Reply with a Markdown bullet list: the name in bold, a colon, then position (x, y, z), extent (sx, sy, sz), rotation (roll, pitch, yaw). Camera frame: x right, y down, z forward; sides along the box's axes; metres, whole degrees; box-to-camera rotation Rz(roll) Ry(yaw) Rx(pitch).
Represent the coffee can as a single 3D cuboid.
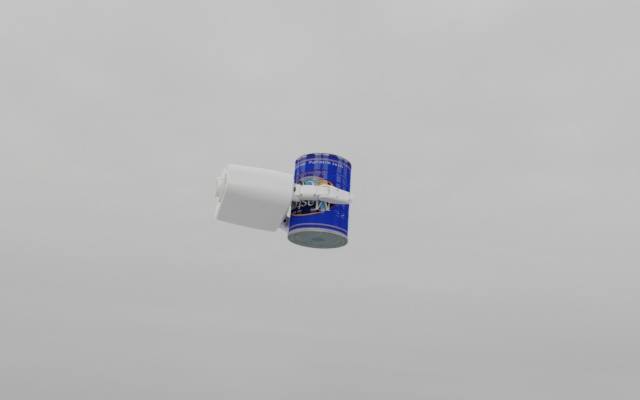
- **coffee can**: position (0.000, 0.003, 0.827), extent (0.103, 0.140, 0.103), rotation (4, -21, 1)
